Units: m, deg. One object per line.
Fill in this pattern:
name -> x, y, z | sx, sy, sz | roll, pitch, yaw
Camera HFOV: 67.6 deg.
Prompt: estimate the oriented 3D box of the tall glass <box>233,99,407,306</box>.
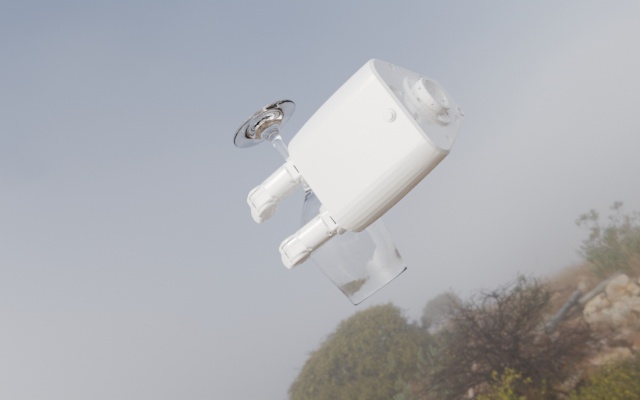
tall glass -> 0.000, 0.001, 0.466 | 0.079, 0.201, 0.079 | -34, -11, -7
